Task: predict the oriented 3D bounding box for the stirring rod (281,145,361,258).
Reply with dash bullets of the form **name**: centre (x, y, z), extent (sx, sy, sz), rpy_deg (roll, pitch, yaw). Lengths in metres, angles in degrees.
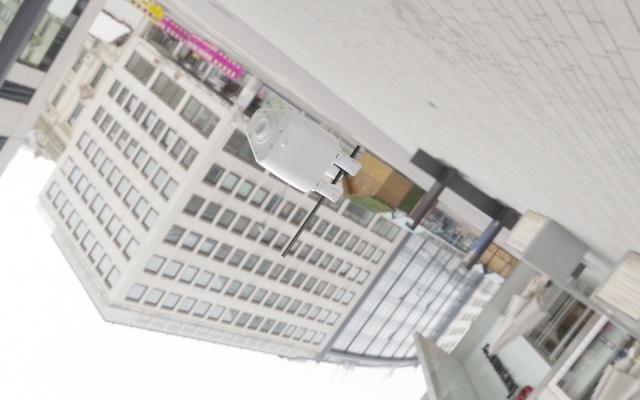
- **stirring rod**: centre (0.000, 0.003, 0.849), extent (0.011, 0.239, 0.011), rpy_deg (34, 6, -4)
